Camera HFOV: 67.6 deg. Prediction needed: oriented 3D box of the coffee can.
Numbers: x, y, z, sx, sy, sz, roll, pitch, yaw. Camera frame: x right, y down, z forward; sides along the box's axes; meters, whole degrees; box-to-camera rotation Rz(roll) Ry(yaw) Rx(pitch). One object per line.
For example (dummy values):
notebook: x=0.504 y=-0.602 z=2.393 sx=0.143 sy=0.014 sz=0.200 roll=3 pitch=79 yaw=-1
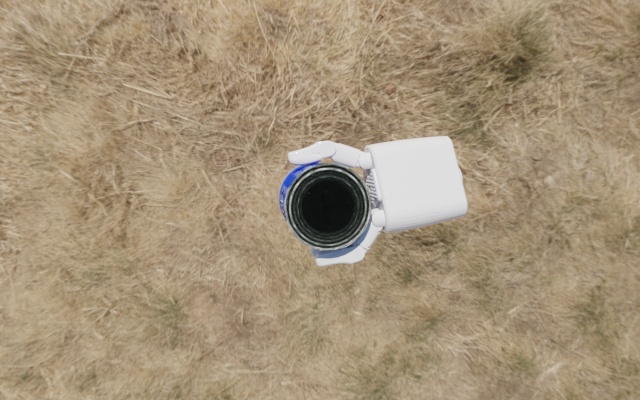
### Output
coffee can: x=0.000 y=0.002 z=0.617 sx=0.103 sy=0.103 sz=0.140 roll=0 pitch=5 yaw=-8
